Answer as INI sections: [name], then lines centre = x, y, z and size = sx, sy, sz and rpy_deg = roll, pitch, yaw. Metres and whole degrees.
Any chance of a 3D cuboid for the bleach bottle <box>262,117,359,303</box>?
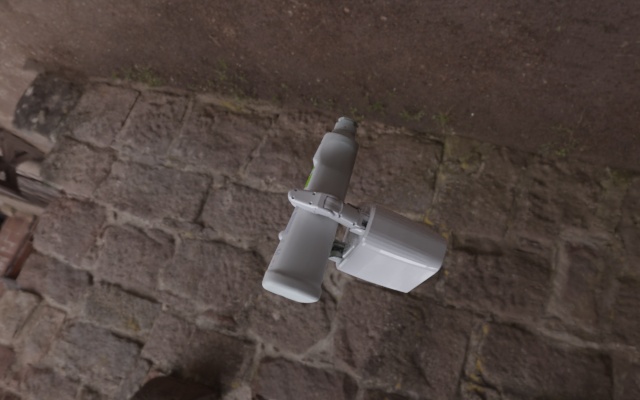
[bleach bottle]
centre = 0.000, 0.002, 0.619
size = 0.068, 0.250, 0.102
rpy_deg = 22, -17, -9
